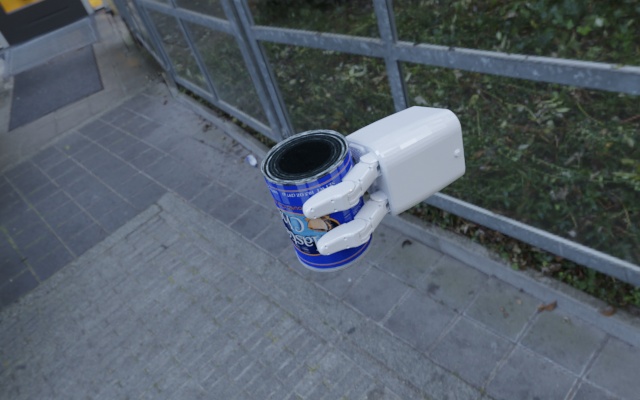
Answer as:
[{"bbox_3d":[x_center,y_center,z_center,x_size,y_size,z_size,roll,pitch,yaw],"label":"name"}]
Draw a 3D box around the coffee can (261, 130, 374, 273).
[{"bbox_3d":[0.000,0.002,0.574,0.103,0.140,0.102,-12,37,9],"label":"coffee can"}]
